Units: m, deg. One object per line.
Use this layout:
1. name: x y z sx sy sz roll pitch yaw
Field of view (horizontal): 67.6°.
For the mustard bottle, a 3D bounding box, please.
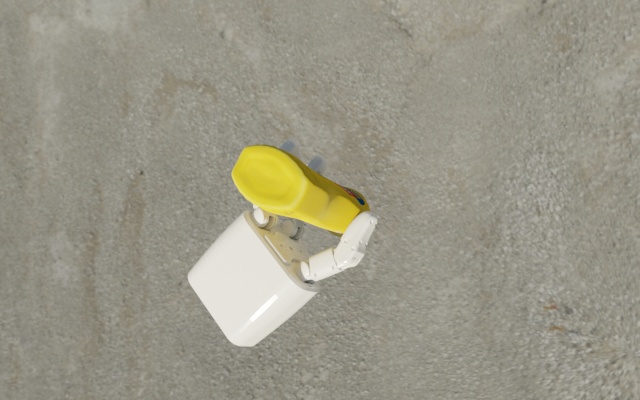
1. mustard bottle: 0.000 0.001 0.513 0.096 0.058 0.192 26 1 36
